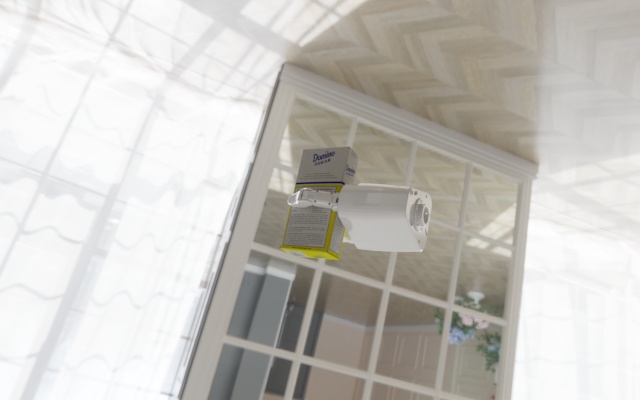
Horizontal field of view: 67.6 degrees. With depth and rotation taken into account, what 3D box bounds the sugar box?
[{"bbox_3d":[0.000,0.003,0.765,0.093,0.176,0.048,1,-23,34],"label":"sugar box"}]
